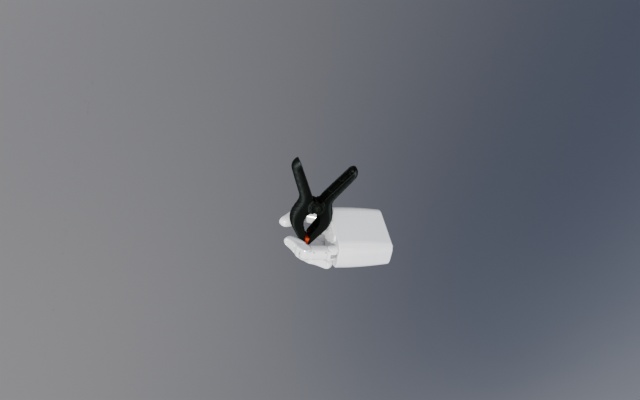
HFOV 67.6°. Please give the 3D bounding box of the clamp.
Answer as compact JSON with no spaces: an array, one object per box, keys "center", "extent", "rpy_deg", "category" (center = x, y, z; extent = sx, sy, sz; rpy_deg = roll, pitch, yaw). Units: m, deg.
[{"center":[0.000,0.003,0.849],"extent":[0.120,0.172,0.039],"rpy_deg":[2,31,-12],"category":"clamp"}]
